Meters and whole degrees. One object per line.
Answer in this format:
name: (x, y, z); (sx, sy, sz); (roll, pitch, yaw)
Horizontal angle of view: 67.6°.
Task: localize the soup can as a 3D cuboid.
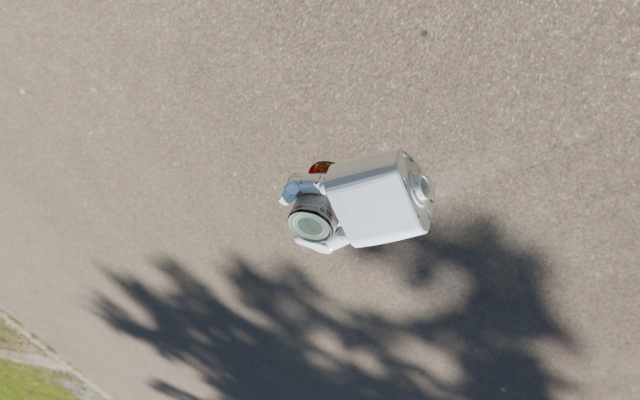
soup can: (0.000, 0.002, 0.680); (0.068, 0.102, 0.069); (13, -41, 11)
